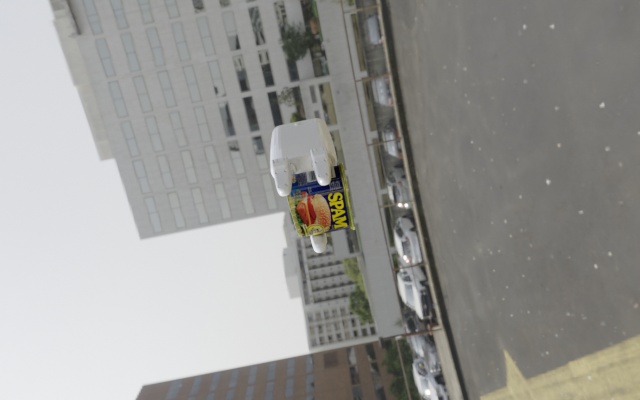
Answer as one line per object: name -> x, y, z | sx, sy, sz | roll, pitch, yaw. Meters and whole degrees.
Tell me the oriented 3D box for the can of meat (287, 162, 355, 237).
can of meat -> 0.000, 0.002, 0.681 | 0.084, 0.102, 0.057 | -11, 43, 2
